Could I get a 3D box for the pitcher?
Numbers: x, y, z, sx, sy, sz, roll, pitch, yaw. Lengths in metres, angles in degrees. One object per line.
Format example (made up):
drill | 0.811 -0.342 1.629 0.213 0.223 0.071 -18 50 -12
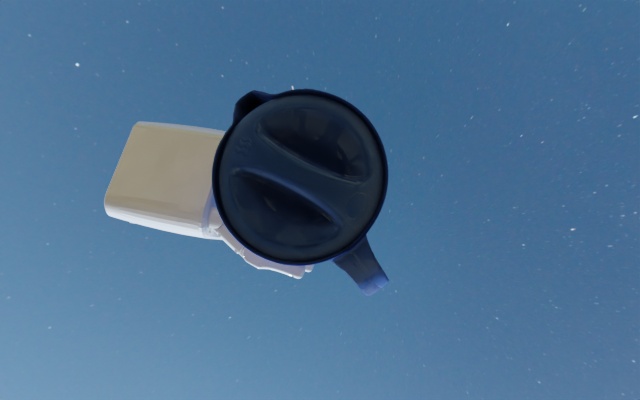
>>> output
pitcher | 0.000 0.001 0.465 0.145 0.149 0.243 8 -5 7
